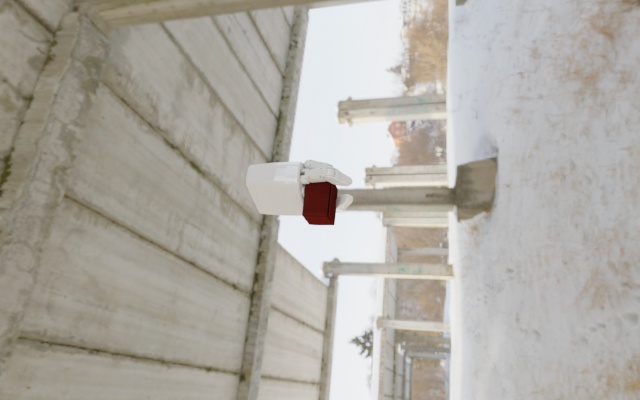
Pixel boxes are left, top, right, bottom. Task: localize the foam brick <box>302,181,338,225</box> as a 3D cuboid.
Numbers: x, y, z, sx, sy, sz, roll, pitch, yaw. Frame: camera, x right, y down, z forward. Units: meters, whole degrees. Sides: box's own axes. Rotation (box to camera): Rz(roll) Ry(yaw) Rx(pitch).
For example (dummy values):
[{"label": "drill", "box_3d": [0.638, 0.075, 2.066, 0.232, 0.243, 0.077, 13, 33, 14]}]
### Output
[{"label": "foam brick", "box_3d": [0.000, 0.003, 0.890, 0.051, 0.078, 0.053, 0, -23, 14]}]
